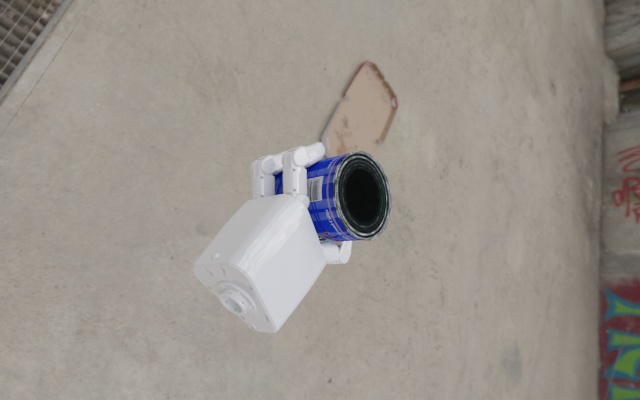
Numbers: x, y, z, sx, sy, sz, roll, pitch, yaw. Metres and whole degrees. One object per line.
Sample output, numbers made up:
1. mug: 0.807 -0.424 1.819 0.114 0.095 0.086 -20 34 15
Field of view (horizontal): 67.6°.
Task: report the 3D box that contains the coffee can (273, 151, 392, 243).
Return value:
1. coffee can: 0.000 0.002 0.585 0.140 0.103 0.103 -9 -6 43
